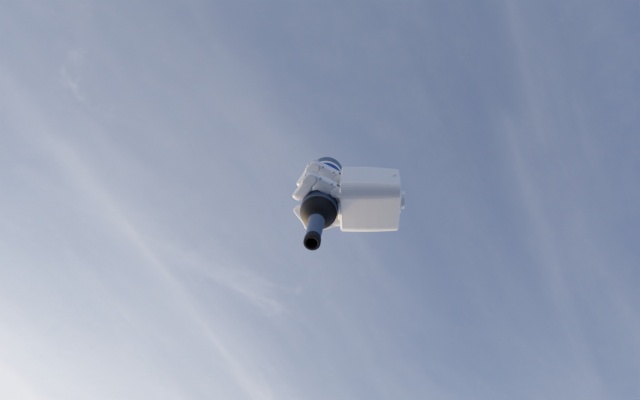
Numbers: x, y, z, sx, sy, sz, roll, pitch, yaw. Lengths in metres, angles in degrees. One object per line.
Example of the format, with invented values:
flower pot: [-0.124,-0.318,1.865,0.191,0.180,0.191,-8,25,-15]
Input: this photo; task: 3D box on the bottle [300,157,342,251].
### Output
bottle: [0.000,0.003,0.869,0.069,0.069,0.295,0,26,6]
